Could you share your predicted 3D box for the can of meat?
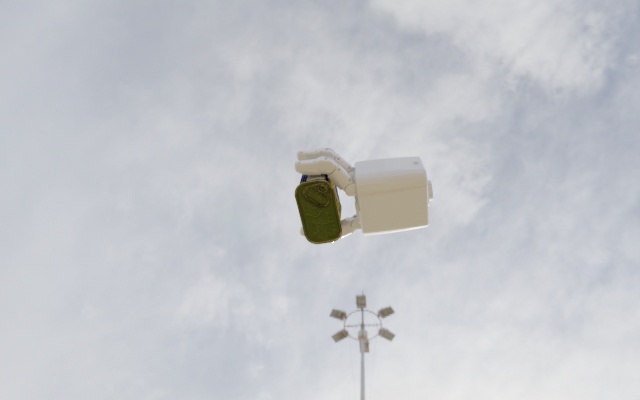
[{"bbox_3d":[0.000,0.002,0.737,0.057,0.102,0.084,-10,22,9],"label":"can of meat"}]
